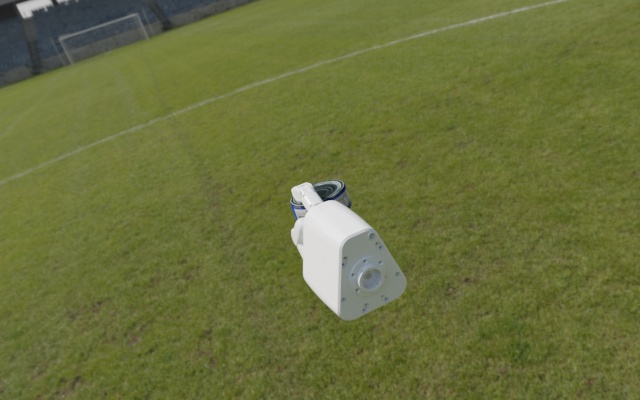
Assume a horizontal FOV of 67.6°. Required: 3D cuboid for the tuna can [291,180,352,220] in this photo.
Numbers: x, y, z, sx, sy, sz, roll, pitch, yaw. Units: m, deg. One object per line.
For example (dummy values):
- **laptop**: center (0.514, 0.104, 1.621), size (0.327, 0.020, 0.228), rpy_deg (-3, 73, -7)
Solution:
- **tuna can**: center (0.000, 0.002, 0.699), size (0.086, 0.034, 0.086), rpy_deg (-17, 20, 7)
